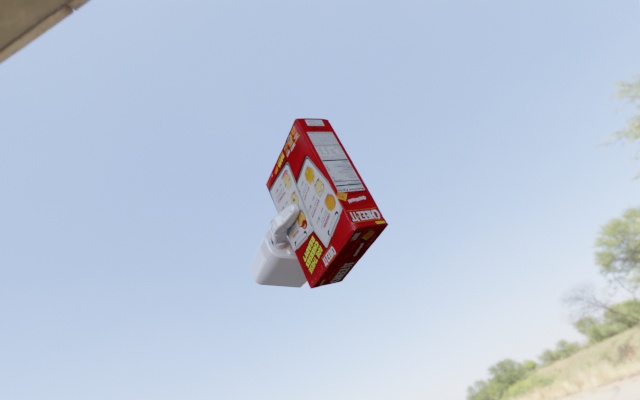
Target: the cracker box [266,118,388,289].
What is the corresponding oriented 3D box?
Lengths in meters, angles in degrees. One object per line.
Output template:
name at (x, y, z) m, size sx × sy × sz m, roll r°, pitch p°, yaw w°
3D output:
cracker box at (0.000, 0.002, 0.752) m, size 0.072 × 0.213 × 0.164 m, roll -7°, pitch -34°, yaw -32°
